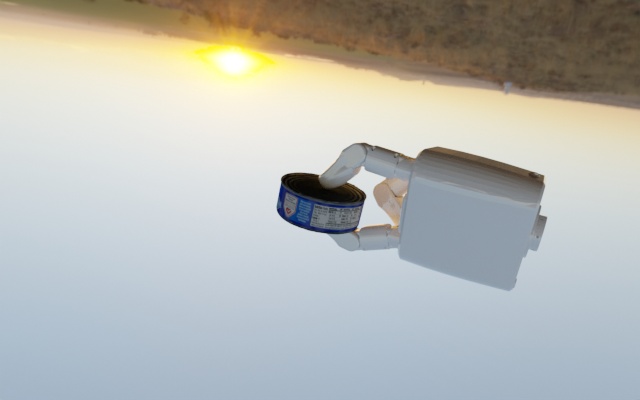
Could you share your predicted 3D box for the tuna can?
[{"bbox_3d":[0.000,0.002,0.472,0.086,0.034,0.086,11,18,-4],"label":"tuna can"}]
